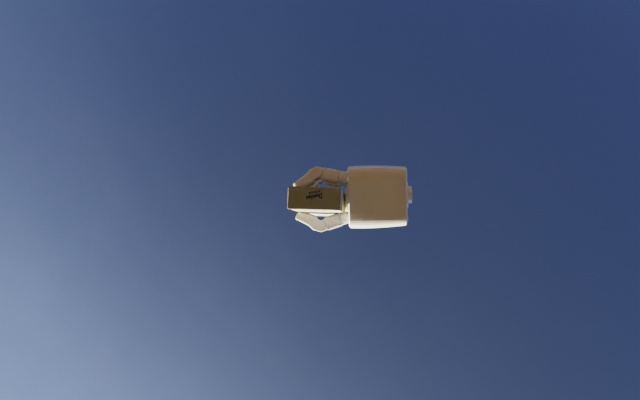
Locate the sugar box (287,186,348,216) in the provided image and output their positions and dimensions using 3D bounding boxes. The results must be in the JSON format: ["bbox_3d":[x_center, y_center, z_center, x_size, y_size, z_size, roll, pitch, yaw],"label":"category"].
[{"bbox_3d":[0.000,0.002,0.890,0.093,0.048,0.176,2,-7,7],"label":"sugar box"}]
